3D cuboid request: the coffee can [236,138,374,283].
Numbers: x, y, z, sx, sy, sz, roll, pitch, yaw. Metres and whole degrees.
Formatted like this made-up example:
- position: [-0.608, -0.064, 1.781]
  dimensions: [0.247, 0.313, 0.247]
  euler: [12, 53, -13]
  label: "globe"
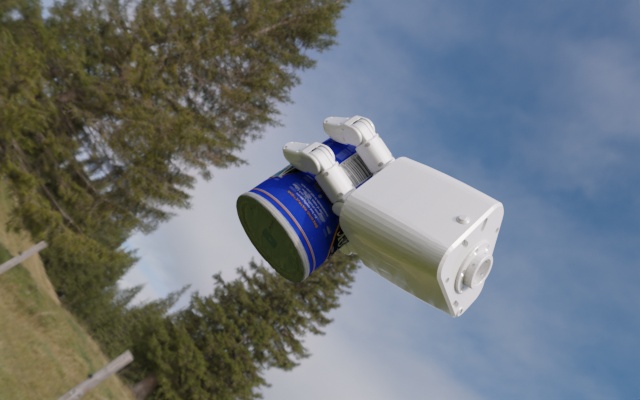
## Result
- position: [0.000, 0.002, 0.492]
  dimensions: [0.140, 0.103, 0.103]
  euler: [-36, 18, -27]
  label: "coffee can"
